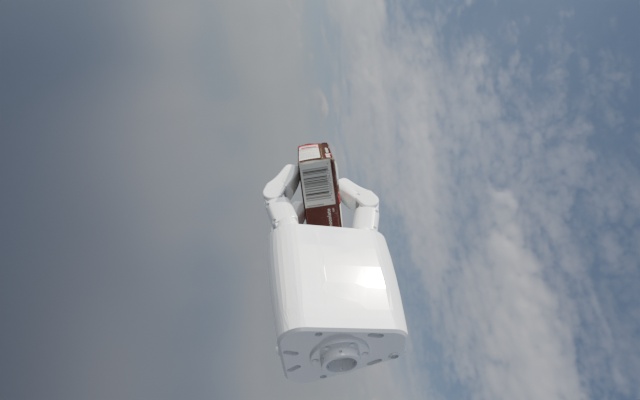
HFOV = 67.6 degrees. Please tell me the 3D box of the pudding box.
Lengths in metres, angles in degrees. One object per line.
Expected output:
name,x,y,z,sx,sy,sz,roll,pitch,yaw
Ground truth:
pudding box,0.000,0.002,0.508,0.039,0.113,0.090,-6,17,-2
